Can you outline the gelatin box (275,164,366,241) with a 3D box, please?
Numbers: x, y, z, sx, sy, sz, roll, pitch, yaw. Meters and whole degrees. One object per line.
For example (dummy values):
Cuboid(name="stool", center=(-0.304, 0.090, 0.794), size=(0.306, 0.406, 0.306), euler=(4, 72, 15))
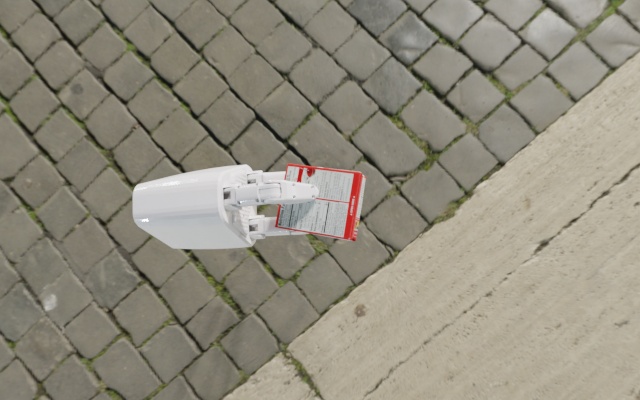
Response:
Cuboid(name="gelatin box", center=(0.000, 0.002, 0.524), size=(0.089, 0.073, 0.030), euler=(8, -5, 18))
